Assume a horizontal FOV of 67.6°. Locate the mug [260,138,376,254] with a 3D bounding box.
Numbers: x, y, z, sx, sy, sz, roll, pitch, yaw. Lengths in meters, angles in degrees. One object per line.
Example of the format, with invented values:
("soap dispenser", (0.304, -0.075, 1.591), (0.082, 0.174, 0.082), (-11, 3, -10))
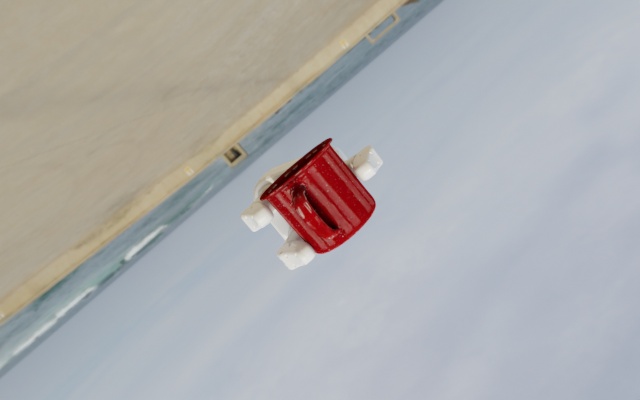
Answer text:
("mug", (0.000, 0.002, 0.463), (0.093, 0.081, 0.117), (-38, 10, 12))
